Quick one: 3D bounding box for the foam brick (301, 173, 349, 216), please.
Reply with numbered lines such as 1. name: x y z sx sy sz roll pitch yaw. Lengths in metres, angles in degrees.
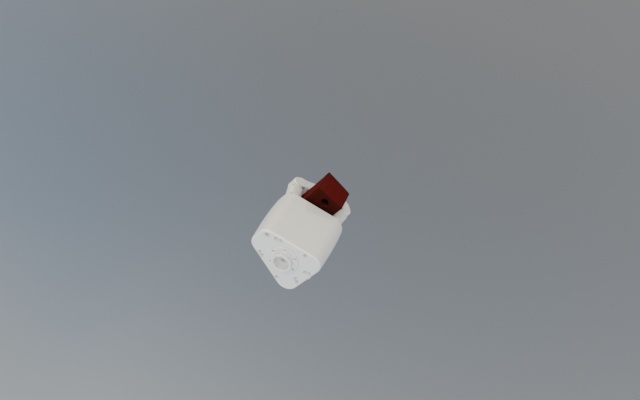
1. foam brick: 0.000 0.002 0.803 0.078 0.053 0.051 -39 11 35
